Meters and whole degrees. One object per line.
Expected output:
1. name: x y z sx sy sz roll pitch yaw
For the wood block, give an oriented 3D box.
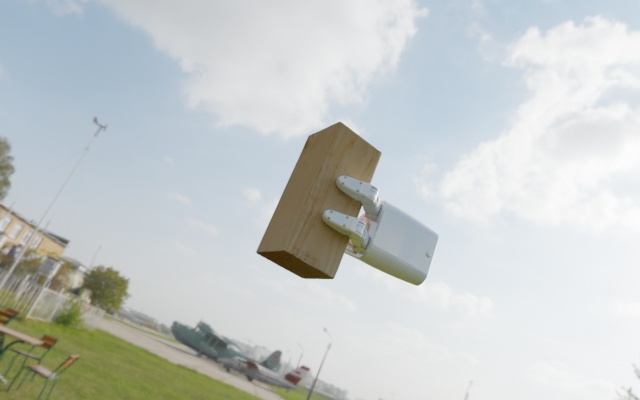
1. wood block: 0.000 0.002 0.698 0.090 0.206 0.091 33 -24 -24
